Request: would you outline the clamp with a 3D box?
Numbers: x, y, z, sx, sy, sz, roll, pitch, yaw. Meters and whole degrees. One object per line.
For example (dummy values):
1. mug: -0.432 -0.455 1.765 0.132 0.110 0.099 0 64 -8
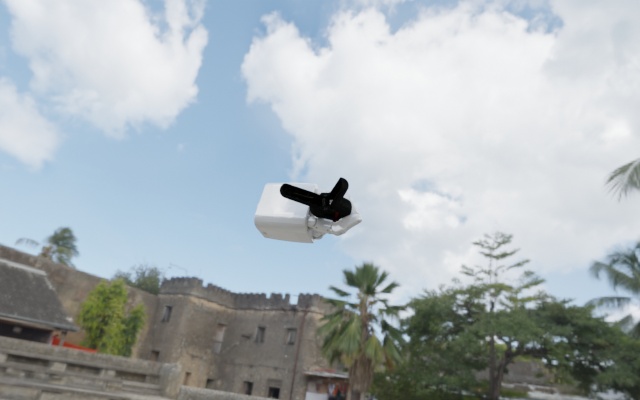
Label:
1. clamp: 0.000 0.002 0.861 0.120 0.039 0.171 4 -23 13
